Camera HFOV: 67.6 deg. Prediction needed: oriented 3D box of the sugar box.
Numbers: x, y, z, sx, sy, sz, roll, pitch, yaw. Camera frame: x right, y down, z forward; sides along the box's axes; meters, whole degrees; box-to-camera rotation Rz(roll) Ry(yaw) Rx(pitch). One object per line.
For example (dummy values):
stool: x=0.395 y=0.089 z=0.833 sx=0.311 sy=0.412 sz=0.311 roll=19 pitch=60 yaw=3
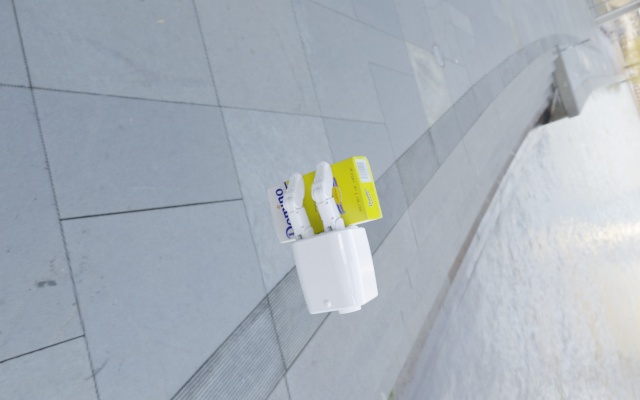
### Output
sugar box: x=0.000 y=0.002 z=0.718 sx=0.176 sy=0.093 sz=0.048 roll=-18 pitch=-8 yaw=35
